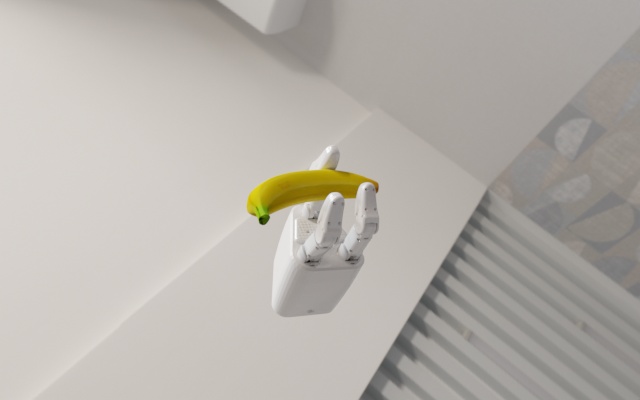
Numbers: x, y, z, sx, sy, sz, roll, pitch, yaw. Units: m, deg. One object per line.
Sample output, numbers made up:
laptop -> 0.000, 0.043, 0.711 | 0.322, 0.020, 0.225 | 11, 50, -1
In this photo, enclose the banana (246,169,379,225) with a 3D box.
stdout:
banana -> -0.015, -0.008, 0.544 | 0.069, 0.037, 0.198 | 38, 35, 29
